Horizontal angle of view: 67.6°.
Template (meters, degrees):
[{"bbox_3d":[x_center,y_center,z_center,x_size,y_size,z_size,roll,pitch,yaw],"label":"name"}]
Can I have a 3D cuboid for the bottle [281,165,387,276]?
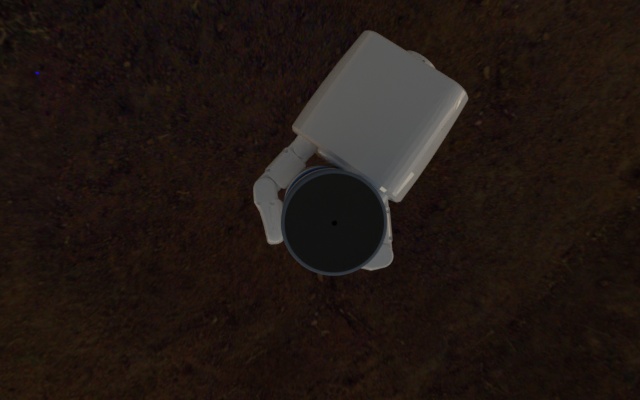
[{"bbox_3d":[0.000,0.002,0.440,0.069,0.069,0.295,0,5,-3],"label":"bottle"}]
